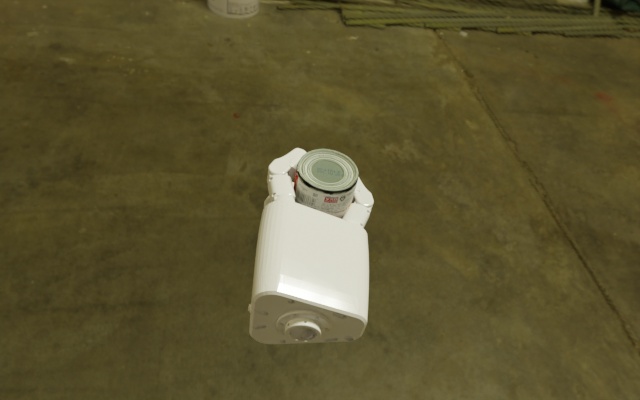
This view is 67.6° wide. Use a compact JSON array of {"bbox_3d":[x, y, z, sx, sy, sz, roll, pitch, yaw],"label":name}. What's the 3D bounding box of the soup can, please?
[{"bbox_3d":[0.000,0.001,0.535,0.068,0.068,0.102,0,-43,-12],"label":"soup can"}]
